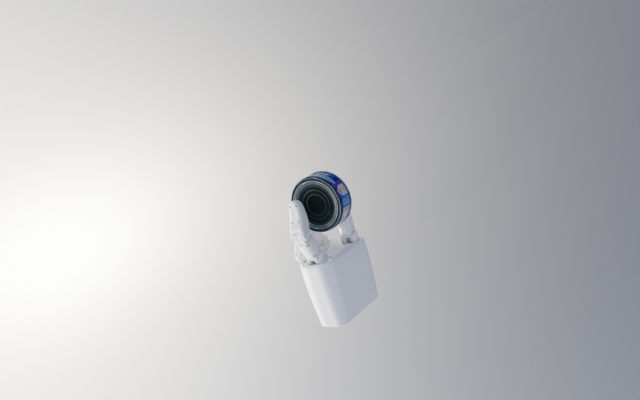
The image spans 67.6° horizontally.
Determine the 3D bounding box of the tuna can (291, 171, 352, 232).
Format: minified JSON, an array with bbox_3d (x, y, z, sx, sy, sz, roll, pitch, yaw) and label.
[{"bbox_3d":[0.000,0.002,0.695,0.086,0.086,0.033,0,17,30],"label":"tuna can"}]
